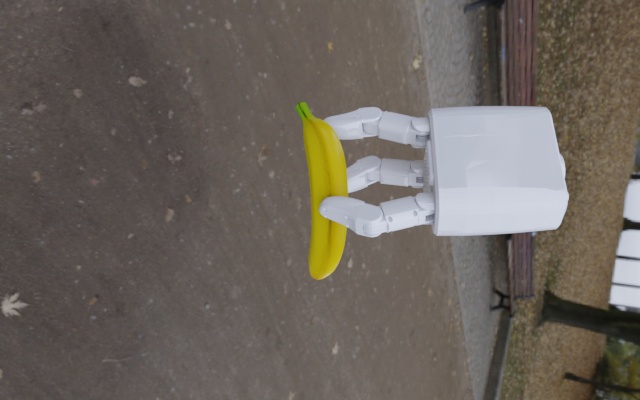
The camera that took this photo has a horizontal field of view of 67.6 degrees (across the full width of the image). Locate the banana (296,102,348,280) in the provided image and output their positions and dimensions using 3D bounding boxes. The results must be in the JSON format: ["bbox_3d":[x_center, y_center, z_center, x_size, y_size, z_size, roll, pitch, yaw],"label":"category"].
[{"bbox_3d":[0.004,0.005,0.477,0.037,0.198,0.069,-8,23,-12],"label":"banana"}]
